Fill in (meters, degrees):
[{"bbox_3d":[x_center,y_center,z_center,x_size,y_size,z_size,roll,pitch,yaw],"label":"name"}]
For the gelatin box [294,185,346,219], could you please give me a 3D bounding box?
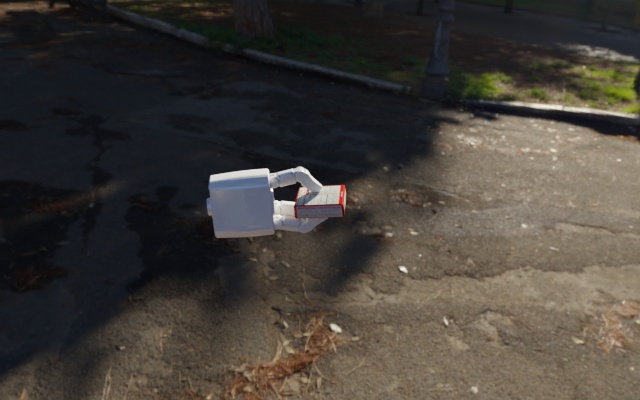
[{"bbox_3d":[0.000,0.002,0.865,0.089,0.030,0.073,-3,28,7],"label":"gelatin box"}]
